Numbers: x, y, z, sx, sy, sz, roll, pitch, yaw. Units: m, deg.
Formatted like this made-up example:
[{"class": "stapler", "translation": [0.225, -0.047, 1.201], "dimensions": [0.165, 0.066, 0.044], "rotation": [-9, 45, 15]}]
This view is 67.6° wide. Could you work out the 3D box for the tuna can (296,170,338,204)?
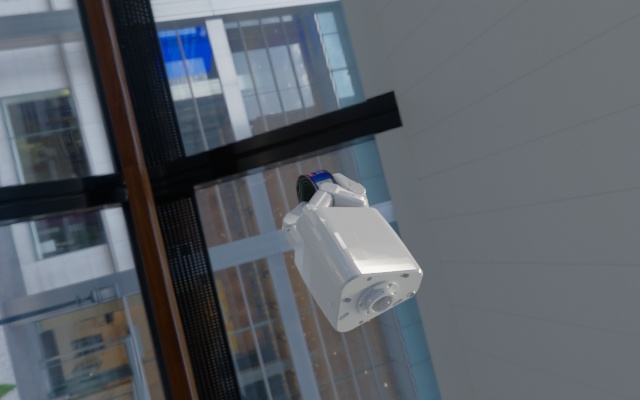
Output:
[{"class": "tuna can", "translation": [0.001, 0.002, 0.651], "dimensions": [0.034, 0.086, 0.086], "rotation": [-18, 7, -21]}]
